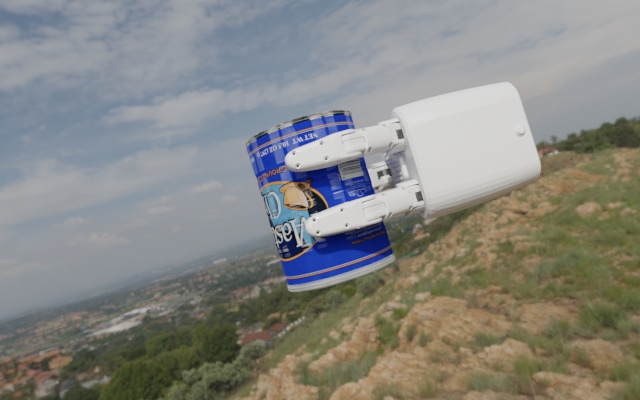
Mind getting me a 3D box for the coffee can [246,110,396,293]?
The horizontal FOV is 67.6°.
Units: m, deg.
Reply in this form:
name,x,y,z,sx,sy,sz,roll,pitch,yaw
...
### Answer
name,x,y,z,sx,sy,sz,roll,pitch,yaw
coffee can,0.000,0.002,0.440,0.103,0.140,0.103,-17,-2,-1
